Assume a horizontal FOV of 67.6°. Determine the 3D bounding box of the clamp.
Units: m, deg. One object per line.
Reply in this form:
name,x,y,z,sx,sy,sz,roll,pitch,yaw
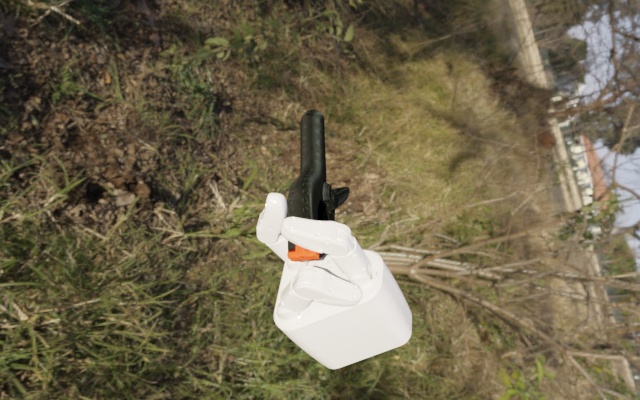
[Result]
clamp,0.001,0.002,0.491,0.039,0.171,0.120,-11,-44,24
